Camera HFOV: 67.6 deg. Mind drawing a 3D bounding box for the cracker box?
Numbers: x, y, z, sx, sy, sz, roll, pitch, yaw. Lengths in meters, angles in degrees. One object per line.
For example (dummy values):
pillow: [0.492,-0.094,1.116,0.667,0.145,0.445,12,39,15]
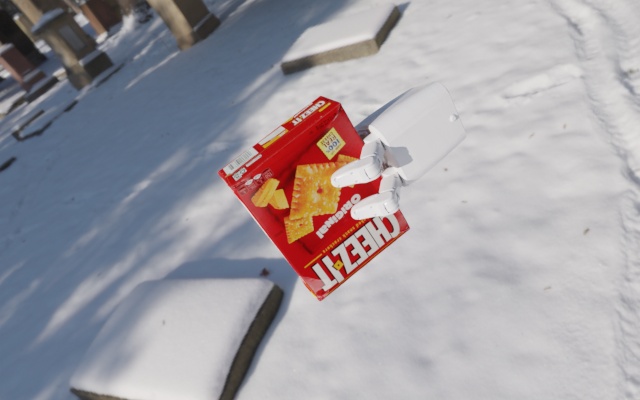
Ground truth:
cracker box: [0.000,0.002,0.617,0.164,0.214,0.072,-38,30,-7]
